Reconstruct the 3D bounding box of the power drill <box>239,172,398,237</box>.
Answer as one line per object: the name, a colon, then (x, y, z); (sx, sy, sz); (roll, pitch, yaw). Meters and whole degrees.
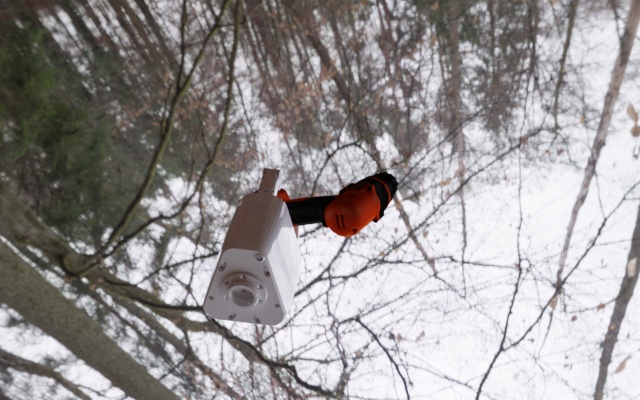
power drill: (0.000, 0.002, 0.645); (0.187, 0.057, 0.184); (-6, 12, 27)
